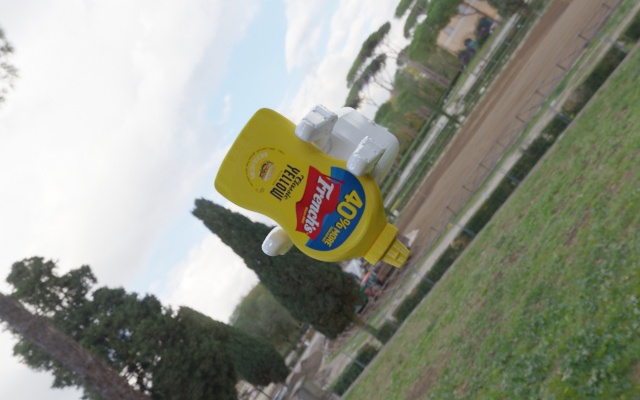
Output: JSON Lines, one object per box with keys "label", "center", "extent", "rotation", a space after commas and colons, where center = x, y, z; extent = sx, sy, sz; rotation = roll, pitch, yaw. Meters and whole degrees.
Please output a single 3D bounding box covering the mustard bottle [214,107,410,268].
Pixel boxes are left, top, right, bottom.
{"label": "mustard bottle", "center": [0.000, 0.001, 0.451], "extent": [0.191, 0.096, 0.058], "rotation": [34, 8, 6]}
